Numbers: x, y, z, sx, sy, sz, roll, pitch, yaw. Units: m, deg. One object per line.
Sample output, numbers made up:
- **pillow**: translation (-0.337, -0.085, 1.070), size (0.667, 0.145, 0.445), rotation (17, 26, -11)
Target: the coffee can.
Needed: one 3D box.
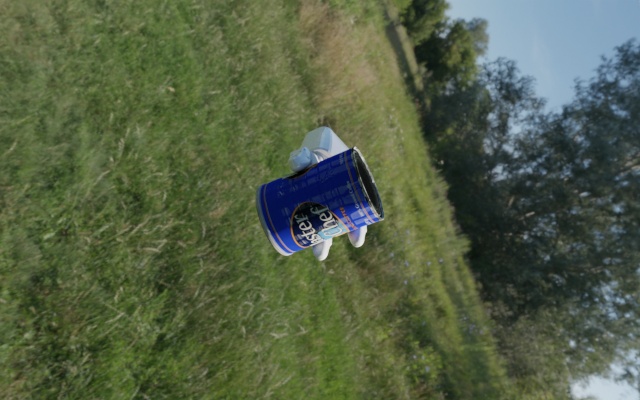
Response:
- **coffee can**: translation (0.000, 0.002, 0.632), size (0.140, 0.103, 0.103), rotation (-21, -6, 15)
